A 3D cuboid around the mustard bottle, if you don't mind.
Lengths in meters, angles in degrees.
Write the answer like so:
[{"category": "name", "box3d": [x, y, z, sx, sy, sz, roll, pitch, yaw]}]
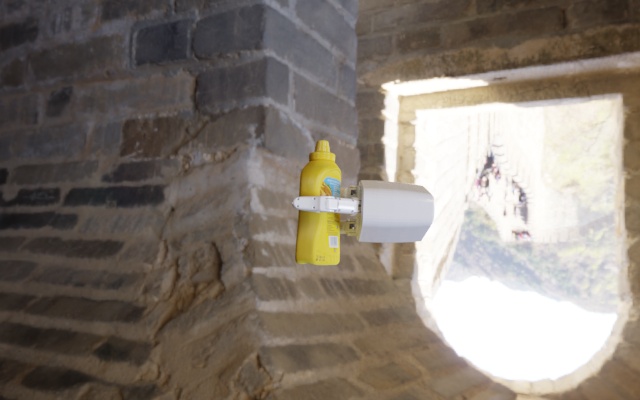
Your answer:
[{"category": "mustard bottle", "box3d": [0.000, 0.003, 0.738, 0.058, 0.191, 0.096, 0, -6, 26]}]
